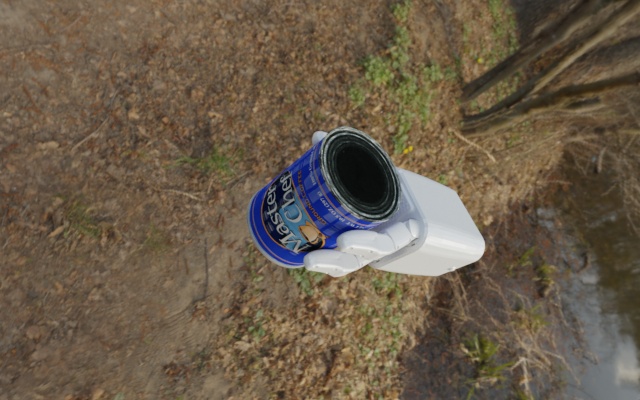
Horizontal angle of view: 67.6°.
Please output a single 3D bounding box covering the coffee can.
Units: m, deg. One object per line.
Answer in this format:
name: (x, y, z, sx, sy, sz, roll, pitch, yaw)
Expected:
coffee can: (0.000, 0.002, 0.505, 0.103, 0.102, 0.140, 0, -24, -40)
